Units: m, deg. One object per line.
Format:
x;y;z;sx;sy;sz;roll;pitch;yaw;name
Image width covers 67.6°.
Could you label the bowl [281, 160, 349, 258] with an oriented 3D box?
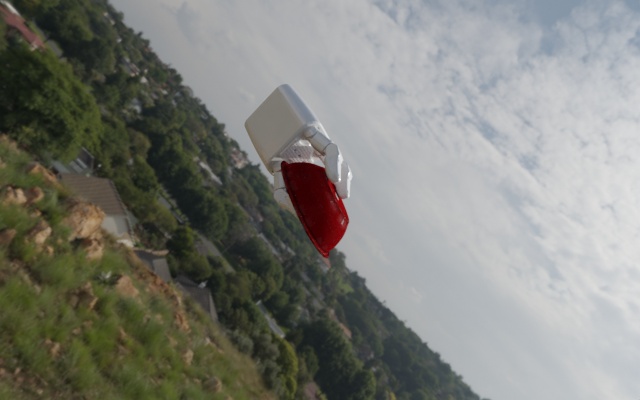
0.001;0.003;0.720;0.055;0.162;0.162;-24;-3;7;bowl
